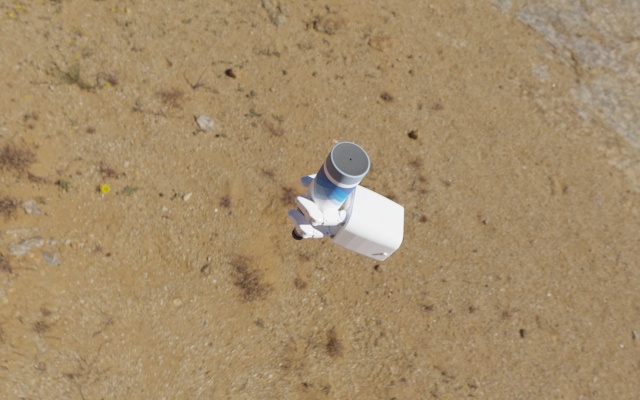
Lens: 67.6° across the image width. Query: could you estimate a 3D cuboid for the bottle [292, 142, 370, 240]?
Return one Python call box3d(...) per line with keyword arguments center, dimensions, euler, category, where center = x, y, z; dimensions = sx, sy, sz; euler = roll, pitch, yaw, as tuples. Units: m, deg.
box3d(center=(0.000, 0.003, 0.871), dimensions=(0.069, 0.069, 0.296), euler=(0, -27, -21), category="bottle")
